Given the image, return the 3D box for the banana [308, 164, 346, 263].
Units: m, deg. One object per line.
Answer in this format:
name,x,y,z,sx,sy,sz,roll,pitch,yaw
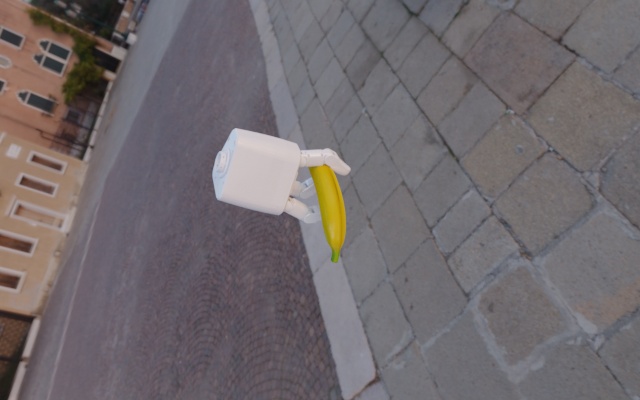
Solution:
banana,0.008,-0.004,0.762,0.037,0.197,0.070,4,-32,-25
